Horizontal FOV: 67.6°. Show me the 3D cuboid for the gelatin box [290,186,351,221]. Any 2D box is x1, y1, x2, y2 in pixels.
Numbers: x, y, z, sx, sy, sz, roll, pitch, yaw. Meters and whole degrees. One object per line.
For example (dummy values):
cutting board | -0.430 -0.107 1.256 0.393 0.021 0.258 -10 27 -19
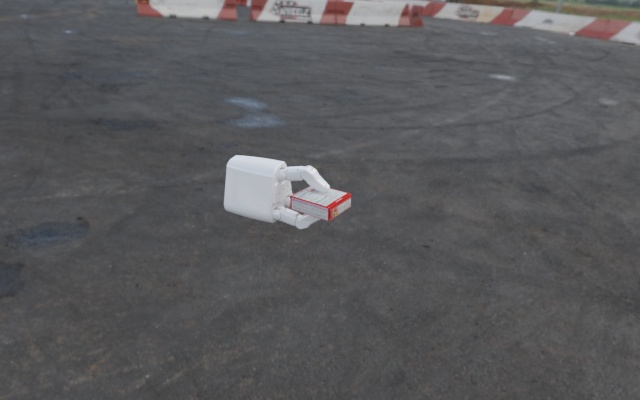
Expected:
gelatin box | 0.000 0.002 0.867 0.089 0.030 0.073 15 28 32
